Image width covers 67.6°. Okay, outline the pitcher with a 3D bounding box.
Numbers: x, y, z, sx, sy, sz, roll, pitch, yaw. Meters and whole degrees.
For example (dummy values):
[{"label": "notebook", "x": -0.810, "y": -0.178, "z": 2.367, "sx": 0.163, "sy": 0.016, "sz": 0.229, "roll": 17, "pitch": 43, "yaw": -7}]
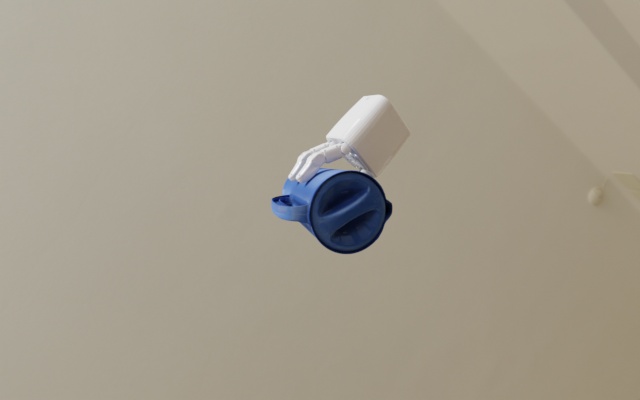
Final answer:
[{"label": "pitcher", "x": 0.000, "y": 0.003, "z": 0.849, "sx": 0.149, "sy": 0.145, "sz": 0.243, "roll": 44, "pitch": -7, "yaw": -19}]
